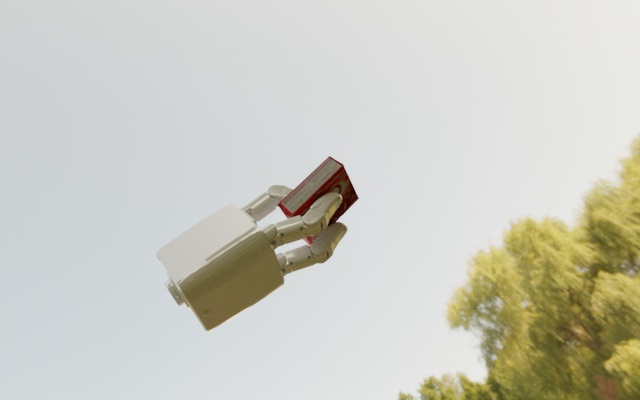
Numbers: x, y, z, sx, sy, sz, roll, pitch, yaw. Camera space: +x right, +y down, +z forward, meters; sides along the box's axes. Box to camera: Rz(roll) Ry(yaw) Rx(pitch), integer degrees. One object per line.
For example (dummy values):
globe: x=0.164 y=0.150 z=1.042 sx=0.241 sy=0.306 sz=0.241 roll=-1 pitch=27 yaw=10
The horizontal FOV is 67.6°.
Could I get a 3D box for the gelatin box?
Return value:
gelatin box: x=0.000 y=0.001 z=0.580 sx=0.030 sy=0.089 sz=0.073 roll=37 pitch=-14 yaw=36
